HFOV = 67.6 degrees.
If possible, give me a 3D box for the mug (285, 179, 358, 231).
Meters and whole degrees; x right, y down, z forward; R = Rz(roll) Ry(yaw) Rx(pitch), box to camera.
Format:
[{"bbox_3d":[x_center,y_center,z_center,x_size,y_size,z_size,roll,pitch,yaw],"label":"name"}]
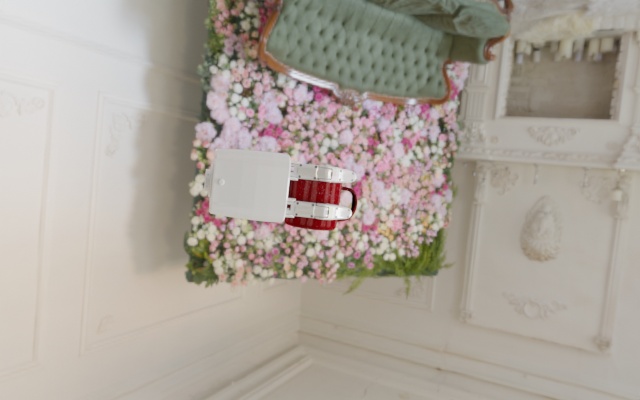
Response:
[{"bbox_3d":[0.001,0.003,0.745,0.117,0.081,0.093,6,3,-13],"label":"mug"}]
